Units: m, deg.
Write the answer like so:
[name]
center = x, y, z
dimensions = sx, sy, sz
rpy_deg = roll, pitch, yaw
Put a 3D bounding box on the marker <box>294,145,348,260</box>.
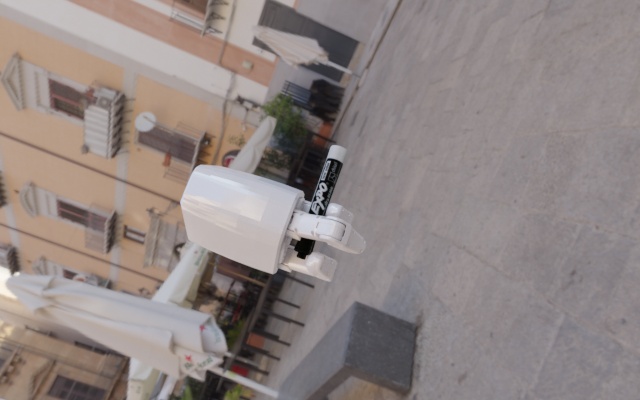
[marker]
center = 0.000, 0.002, 0.483
dimensions = 0.020, 0.121, 0.020
rpy_deg = 19, -13, 5
